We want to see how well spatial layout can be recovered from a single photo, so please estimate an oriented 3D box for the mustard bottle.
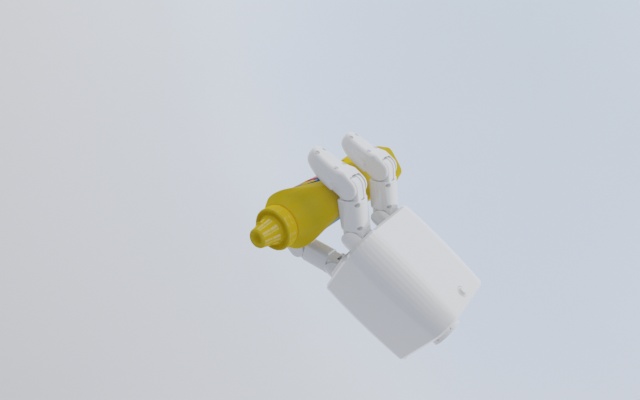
[{"bbox_3d":[0.000,0.001,0.483,0.096,0.058,0.191,-23,5,42],"label":"mustard bottle"}]
